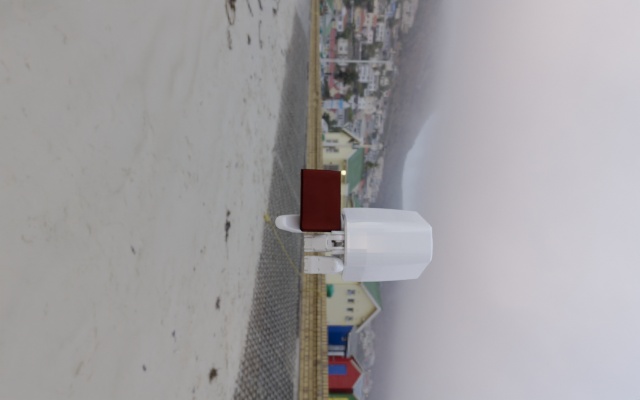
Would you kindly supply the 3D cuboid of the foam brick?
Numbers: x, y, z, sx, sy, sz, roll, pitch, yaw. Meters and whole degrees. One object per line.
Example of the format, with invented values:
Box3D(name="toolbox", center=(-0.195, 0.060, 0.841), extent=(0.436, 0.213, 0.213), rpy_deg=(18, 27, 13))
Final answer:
Box3D(name="foam brick", center=(0.000, 0.002, 0.619), extent=(0.051, 0.078, 0.053), rpy_deg=(0, -7, 0))
